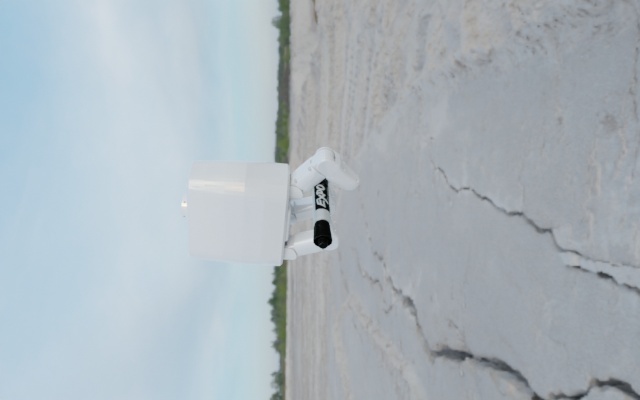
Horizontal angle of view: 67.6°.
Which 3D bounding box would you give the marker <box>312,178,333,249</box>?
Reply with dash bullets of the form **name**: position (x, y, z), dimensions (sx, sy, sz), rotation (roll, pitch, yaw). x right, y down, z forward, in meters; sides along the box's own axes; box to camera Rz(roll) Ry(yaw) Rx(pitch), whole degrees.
- **marker**: position (0.000, 0.002, 0.499), dimensions (0.020, 0.020, 0.121), rotation (0, 44, -3)
